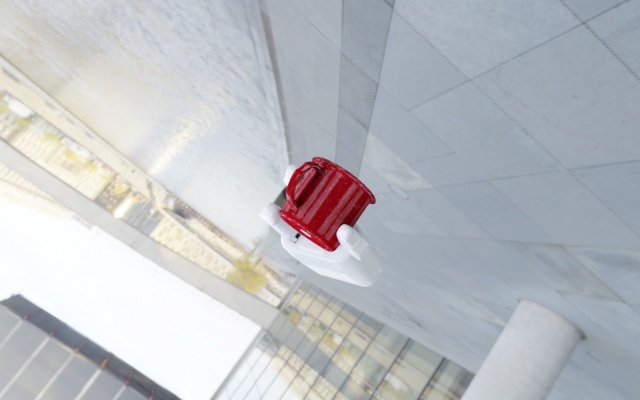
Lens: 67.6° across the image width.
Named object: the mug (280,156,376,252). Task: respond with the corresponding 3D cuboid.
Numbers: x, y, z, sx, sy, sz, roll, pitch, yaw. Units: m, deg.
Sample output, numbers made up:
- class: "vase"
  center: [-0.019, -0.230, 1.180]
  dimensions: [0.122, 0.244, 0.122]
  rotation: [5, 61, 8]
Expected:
- class: "mug"
  center: [-0.001, 0.001, 0.559]
  dimensions: [0.093, 0.081, 0.117]
  rotation: [28, -13, 39]
